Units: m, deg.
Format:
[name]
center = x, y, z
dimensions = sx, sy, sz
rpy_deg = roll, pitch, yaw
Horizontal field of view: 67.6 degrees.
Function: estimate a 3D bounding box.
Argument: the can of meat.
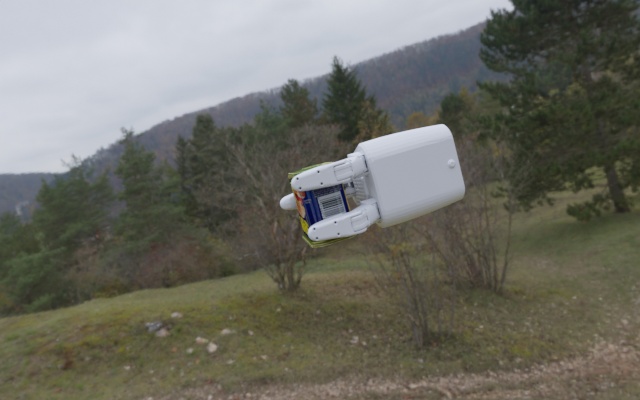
[can of meat]
center = 0.000, 0.002, 0.556
dimensions = 0.057, 0.084, 0.102
rpy_deg = -16, 6, -8
